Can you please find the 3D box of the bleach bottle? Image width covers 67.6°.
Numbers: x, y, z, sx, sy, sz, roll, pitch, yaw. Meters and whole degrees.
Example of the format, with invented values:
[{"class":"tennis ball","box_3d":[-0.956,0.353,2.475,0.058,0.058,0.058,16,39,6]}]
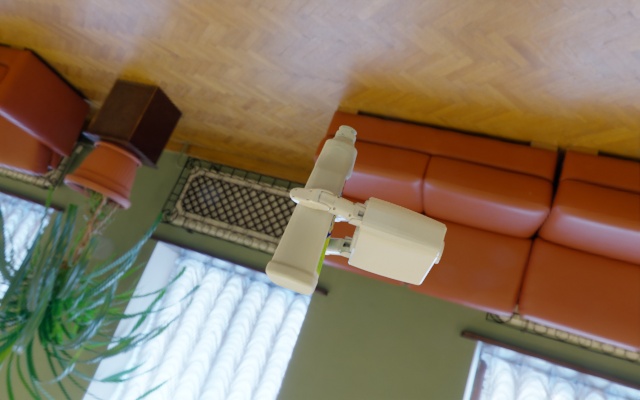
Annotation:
[{"class":"bleach bottle","box_3d":[0.000,0.002,0.678,0.068,0.250,0.103,19,-18,6]}]
